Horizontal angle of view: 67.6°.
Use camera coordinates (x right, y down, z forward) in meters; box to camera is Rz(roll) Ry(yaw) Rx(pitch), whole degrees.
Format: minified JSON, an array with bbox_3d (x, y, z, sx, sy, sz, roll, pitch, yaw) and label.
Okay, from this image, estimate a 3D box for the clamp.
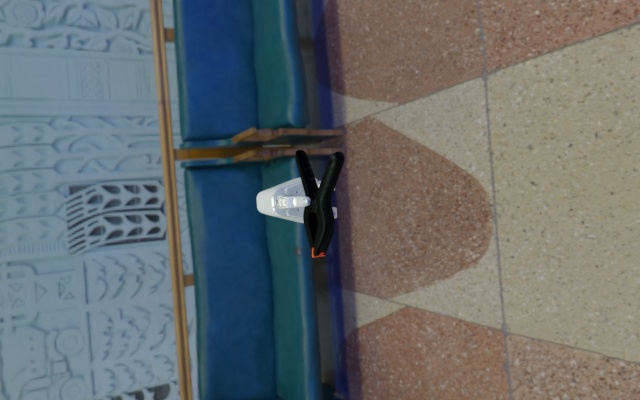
[{"bbox_3d":[-0.001,0.004,0.893,0.036,0.210,0.164,-4,2,-27],"label":"clamp"}]
